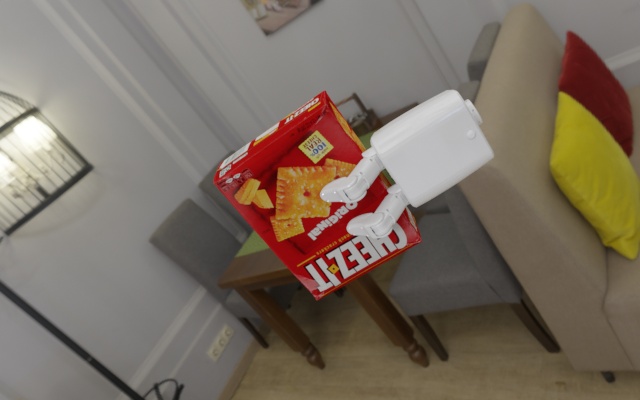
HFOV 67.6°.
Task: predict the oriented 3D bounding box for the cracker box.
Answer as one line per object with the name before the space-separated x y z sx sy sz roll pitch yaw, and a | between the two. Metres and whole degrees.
cracker box | 0.000 0.002 0.591 0.164 0.214 0.072 -32 23 15
